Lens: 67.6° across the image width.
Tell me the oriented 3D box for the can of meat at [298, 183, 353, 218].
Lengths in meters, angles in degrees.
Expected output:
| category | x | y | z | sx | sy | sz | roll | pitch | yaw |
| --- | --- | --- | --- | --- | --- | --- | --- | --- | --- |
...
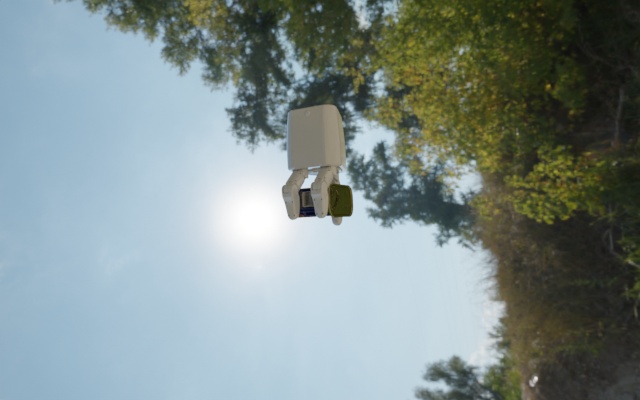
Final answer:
| category | x | y | z | sx | sy | sz | roll | pitch | yaw |
| --- | --- | --- | --- | --- | --- | --- | --- | --- | --- |
| can of meat | 0.000 | 0.003 | 0.844 | 0.084 | 0.057 | 0.102 | -4 | -2 | 26 |
